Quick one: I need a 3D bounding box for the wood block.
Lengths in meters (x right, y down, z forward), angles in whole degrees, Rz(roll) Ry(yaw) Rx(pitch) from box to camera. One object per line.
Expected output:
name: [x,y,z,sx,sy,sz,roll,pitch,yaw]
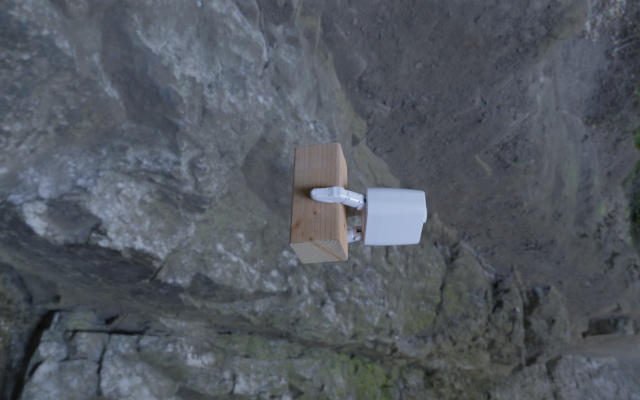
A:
wood block: [0.000,0.003,0.898,0.090,0.206,0.091,-5,-31,11]
